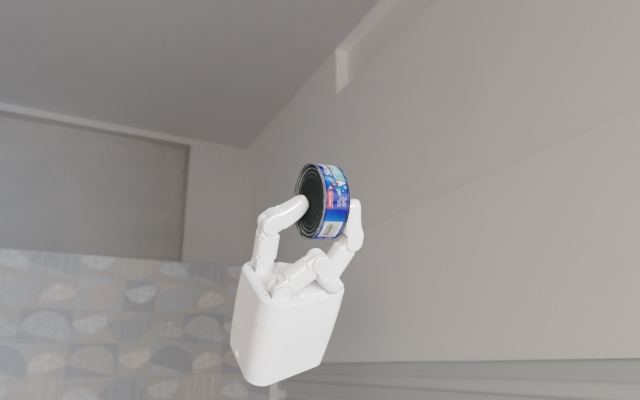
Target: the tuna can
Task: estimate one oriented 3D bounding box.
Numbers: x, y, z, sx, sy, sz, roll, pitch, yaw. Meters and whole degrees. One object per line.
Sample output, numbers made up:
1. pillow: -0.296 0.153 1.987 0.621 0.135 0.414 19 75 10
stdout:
1. tuna can: 0.001 0.002 0.540 0.034 0.086 0.086 3 -1 -25
